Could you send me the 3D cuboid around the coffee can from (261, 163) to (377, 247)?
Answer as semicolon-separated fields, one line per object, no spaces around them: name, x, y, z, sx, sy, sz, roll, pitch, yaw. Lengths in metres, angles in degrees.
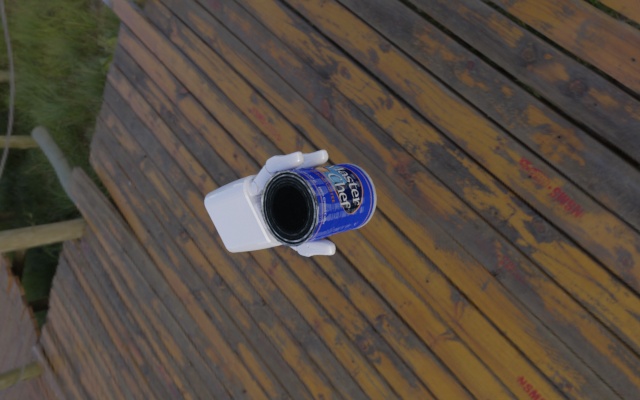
coffee can;0.000;0.002;0.684;0.103;0.103;0.140;0;7;39
